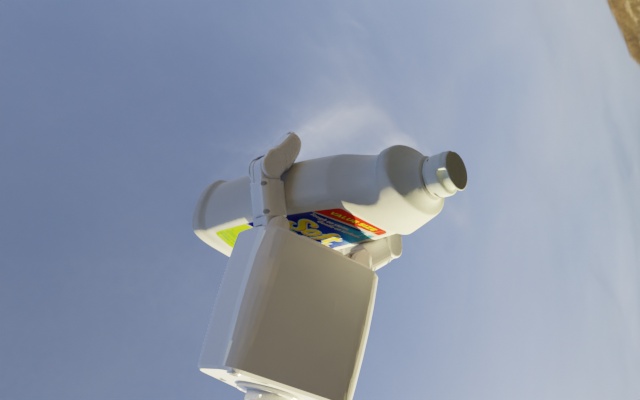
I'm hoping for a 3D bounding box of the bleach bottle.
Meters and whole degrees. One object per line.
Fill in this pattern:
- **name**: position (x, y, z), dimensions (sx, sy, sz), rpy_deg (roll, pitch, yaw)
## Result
- **bleach bottle**: position (0.000, 0.001, 0.409), dimensions (0.251, 0.068, 0.103), rpy_deg (-17, -44, 42)
